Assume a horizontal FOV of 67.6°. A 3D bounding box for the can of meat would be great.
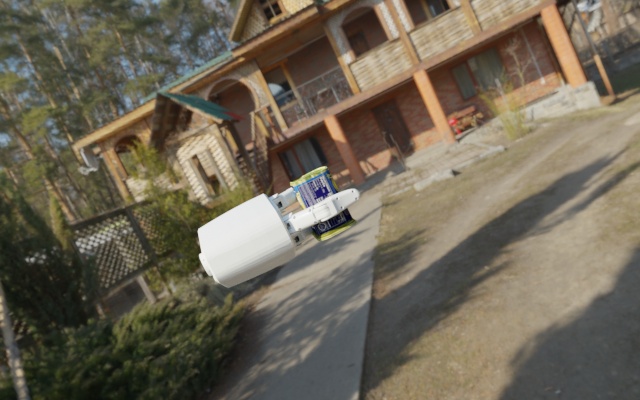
[{"bbox_3d":[0.000,0.002,0.651,0.057,0.084,0.102,-27,5,-5],"label":"can of meat"}]
